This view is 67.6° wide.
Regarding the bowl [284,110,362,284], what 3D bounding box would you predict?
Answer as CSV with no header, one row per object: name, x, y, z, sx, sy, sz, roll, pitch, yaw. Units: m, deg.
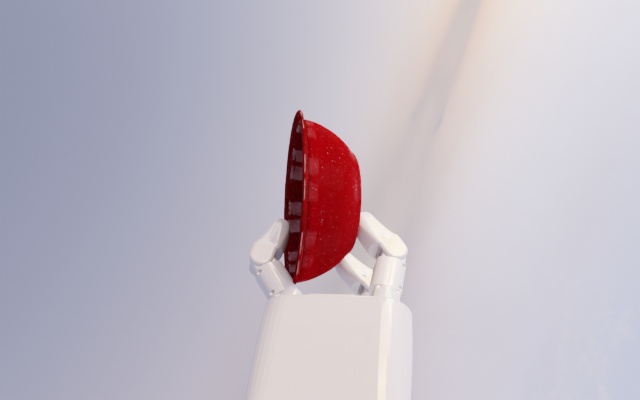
bowl,0.000,0.000,0.435,0.055,0.162,0.162,2,0,-9
